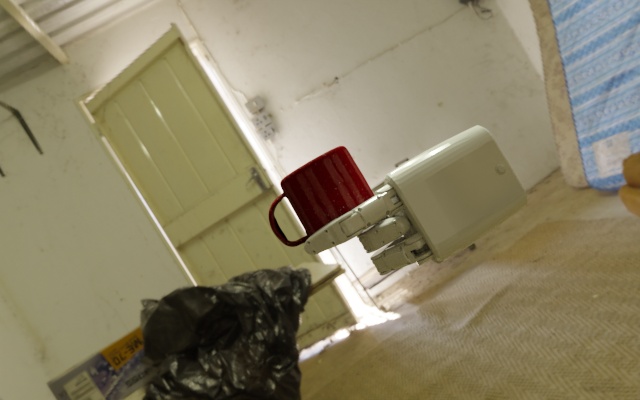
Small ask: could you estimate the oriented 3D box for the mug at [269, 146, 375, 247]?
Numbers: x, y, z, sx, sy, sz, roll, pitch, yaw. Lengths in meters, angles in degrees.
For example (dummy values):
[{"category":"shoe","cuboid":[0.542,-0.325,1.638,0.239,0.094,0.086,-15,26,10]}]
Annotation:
[{"category":"mug","cuboid":[-0.001,0.002,0.502,0.117,0.081,0.093,-30,1,-6]}]
